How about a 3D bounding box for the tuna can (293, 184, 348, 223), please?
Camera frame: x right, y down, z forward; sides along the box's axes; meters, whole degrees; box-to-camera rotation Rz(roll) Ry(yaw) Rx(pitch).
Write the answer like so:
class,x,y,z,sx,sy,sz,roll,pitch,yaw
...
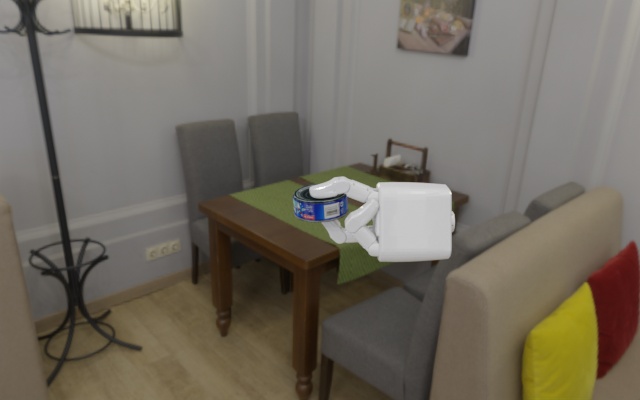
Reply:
class,x,y,z,sx,sy,sz,roll,pitch,yaw
tuna can,0.000,0.002,0.743,0.086,0.034,0.086,-3,21,1
